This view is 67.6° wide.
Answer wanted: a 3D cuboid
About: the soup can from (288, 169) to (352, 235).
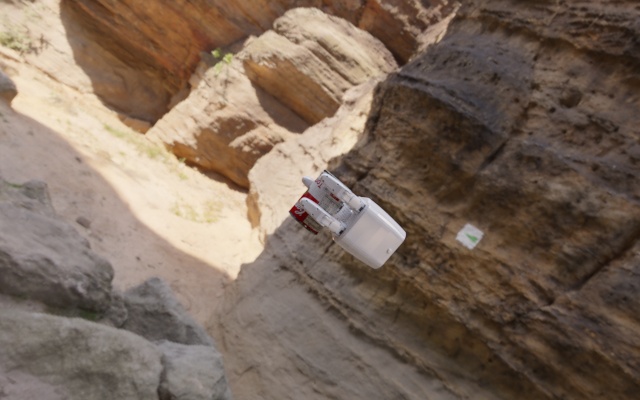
[{"bbox_3d":[0.000,0.002,0.863,0.068,0.102,0.068,40,4,-4],"label":"soup can"}]
